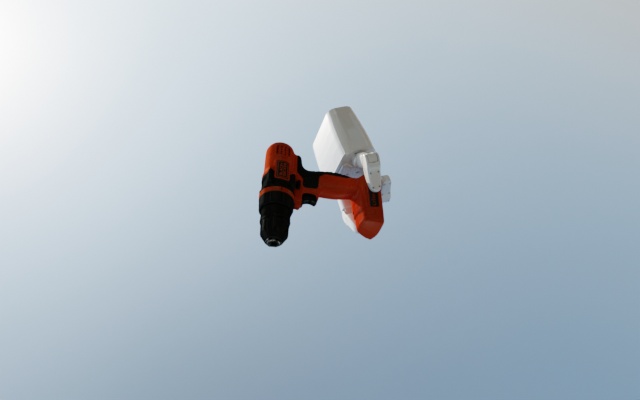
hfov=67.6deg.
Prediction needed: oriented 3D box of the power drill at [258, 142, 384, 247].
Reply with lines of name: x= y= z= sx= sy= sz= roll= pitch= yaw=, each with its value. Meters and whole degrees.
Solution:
power drill: x=0.001 y=0.002 z=0.717 sx=0.187 sy=0.184 sz=0.057 roll=14 pitch=-40 yaw=-17
